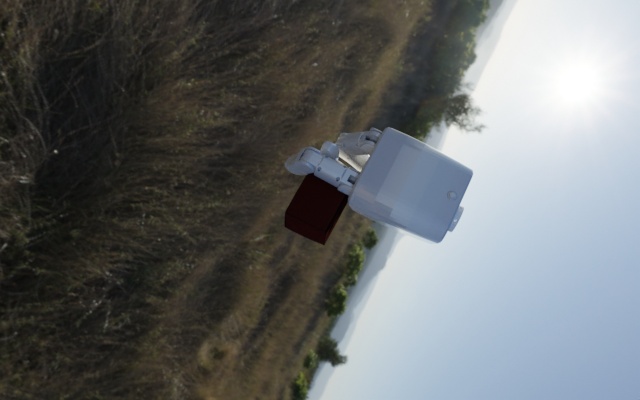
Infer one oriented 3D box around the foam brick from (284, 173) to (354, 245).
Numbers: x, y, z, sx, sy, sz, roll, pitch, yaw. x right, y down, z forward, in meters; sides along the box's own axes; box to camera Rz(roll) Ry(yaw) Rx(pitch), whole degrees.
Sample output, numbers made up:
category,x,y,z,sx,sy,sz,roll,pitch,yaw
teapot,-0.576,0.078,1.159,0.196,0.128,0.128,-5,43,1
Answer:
category,x,y,z,sx,sy,sz,roll,pitch,yaw
foam brick,0.000,0.002,0.536,0.051,0.078,0.053,27,-19,6
